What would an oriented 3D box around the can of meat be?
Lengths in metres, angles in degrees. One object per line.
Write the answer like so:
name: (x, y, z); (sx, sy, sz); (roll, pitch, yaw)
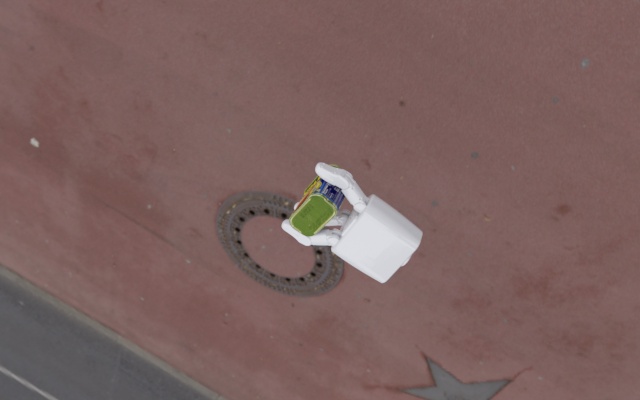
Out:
can of meat: (0.000, 0.003, 0.791); (0.102, 0.057, 0.084); (-46, 10, 42)
